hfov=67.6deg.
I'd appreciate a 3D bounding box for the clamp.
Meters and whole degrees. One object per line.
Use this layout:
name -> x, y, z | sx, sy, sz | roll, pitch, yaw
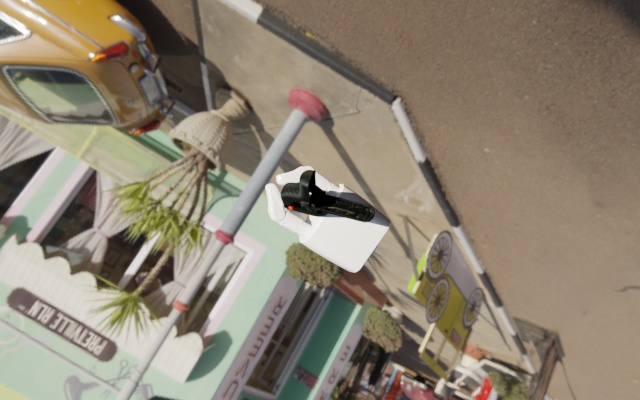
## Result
clamp -> 0.000, 0.003, 0.697 | 0.120, 0.039, 0.171 | 34, -15, -15
